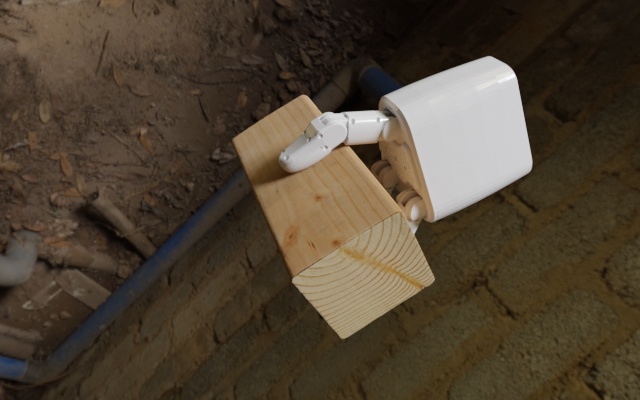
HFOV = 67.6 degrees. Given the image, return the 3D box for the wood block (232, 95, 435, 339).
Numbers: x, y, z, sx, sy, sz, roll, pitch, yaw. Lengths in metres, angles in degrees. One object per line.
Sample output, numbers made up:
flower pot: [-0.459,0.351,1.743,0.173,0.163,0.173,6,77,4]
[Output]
wood block: [0.000,0.001,0.422,0.090,0.091,0.206,-32,40,0]
